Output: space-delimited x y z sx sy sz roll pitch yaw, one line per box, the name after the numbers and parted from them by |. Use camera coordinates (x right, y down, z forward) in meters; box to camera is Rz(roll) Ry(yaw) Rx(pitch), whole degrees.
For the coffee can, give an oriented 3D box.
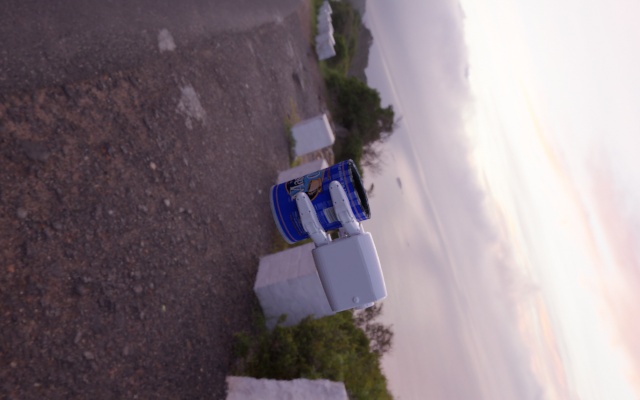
0.000 0.002 0.786 0.140 0.103 0.103 -18 -4 13 | coffee can
